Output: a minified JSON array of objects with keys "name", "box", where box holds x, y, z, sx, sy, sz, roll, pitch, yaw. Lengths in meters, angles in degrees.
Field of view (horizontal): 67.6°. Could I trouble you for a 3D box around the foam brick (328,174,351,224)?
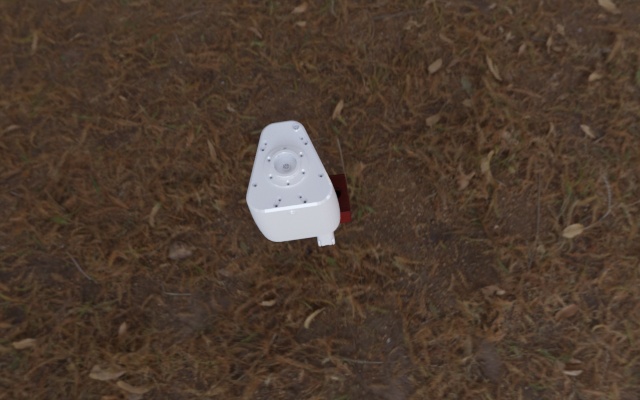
[{"name":"foam brick","box":[0.000,0.002,0.632,0.078,0.053,0.051,-8,-21,1]}]
